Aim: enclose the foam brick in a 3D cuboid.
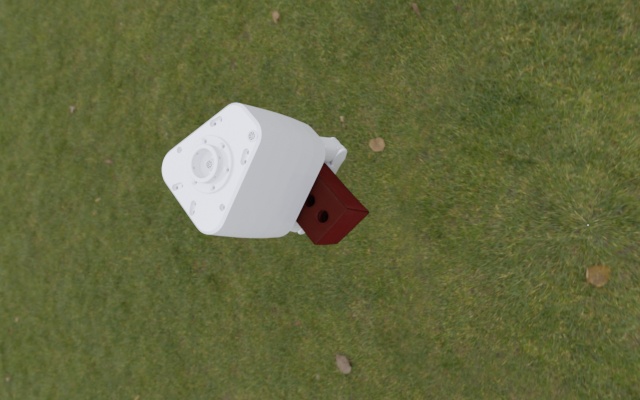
[{"bbox_3d":[0.000,0.002,0.497,0.078,0.053,0.051,49,19,22],"label":"foam brick"}]
